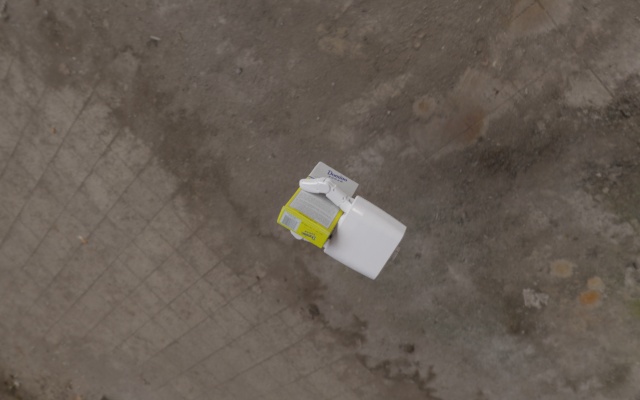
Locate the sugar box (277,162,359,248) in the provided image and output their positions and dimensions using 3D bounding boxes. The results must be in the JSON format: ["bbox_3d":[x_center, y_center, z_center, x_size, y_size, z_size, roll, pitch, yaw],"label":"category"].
[{"bbox_3d":[0.000,0.003,0.876,0.093,0.048,0.176,31,35,3],"label":"sugar box"}]
